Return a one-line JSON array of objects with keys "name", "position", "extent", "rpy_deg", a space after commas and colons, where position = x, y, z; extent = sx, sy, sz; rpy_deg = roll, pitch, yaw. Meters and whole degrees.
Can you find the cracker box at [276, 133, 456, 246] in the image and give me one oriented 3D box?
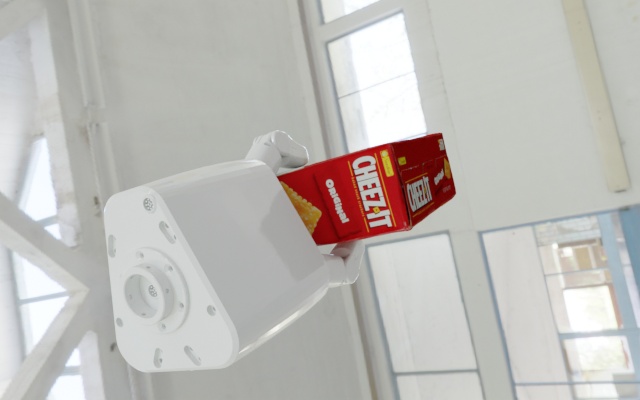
[{"name": "cracker box", "position": [0.000, 0.001, 0.441], "extent": [0.214, 0.072, 0.164], "rpy_deg": [-14, 4, 28]}]
